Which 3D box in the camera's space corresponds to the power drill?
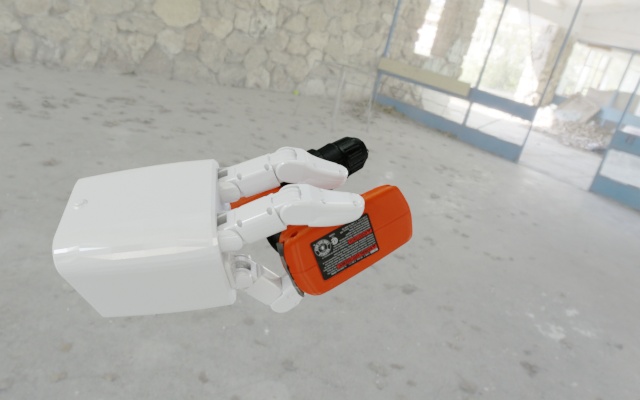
[{"bbox_3d":[0.000,0.002,0.438,0.184,0.057,0.187,-30,24,-15],"label":"power drill"}]
